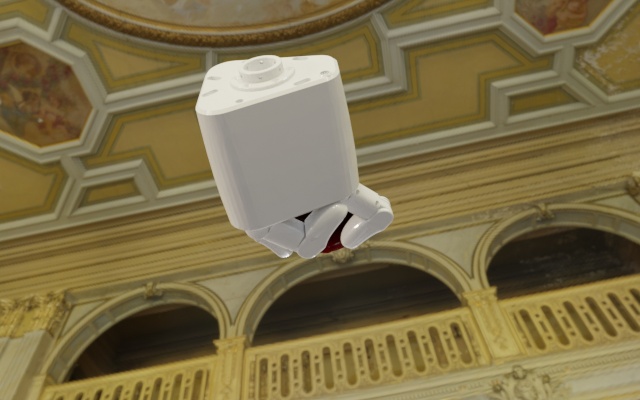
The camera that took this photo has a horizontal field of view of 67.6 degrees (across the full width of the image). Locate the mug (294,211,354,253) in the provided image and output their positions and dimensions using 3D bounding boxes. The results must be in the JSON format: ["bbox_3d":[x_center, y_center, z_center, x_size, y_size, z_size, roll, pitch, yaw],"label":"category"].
[{"bbox_3d":[0.000,0.003,0.495,0.093,0.117,0.081,-10,38,2],"label":"mug"}]
